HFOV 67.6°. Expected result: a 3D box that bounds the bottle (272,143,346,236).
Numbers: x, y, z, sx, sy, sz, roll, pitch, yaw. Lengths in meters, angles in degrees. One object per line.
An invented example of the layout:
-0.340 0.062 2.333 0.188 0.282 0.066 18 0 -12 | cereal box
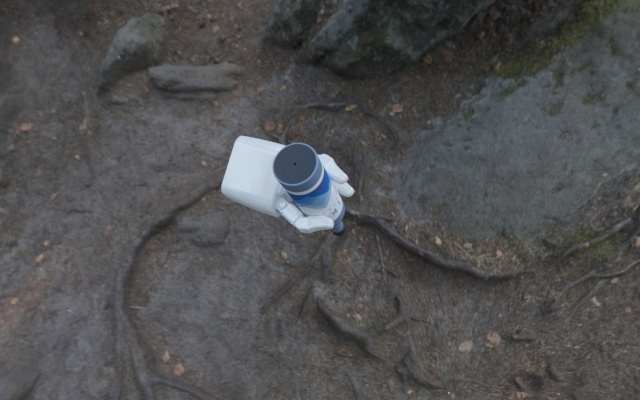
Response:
0.000 0.003 0.792 0.069 0.069 0.296 0 -21 15 | bottle
